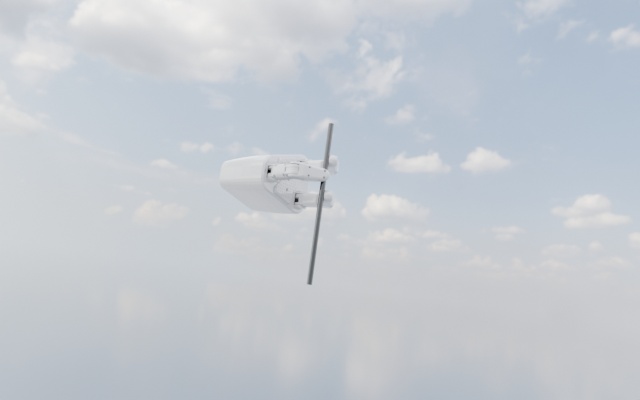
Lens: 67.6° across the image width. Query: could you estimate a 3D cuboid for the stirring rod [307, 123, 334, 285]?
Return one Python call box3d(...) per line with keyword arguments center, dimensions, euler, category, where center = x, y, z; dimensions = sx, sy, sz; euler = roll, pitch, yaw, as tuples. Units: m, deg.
box3d(center=(0.000, 0.002, 0.698), dimensions=(0.011, 0.239, 0.011), euler=(8, -9, 1), category="stirring rod")
